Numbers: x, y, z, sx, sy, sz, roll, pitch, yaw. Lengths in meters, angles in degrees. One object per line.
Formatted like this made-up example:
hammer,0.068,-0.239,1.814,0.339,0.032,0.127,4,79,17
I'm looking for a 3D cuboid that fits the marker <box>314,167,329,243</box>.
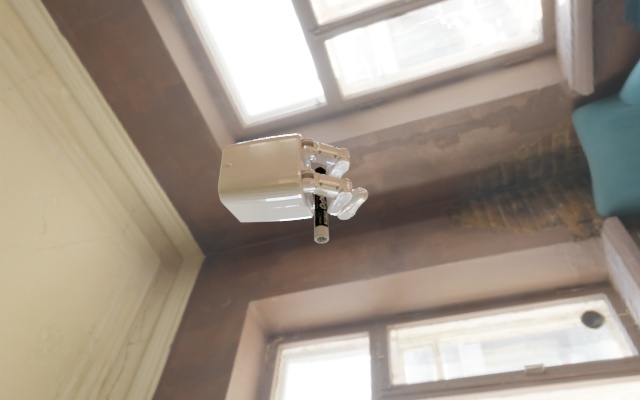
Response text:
marker,0.000,0.002,0.640,0.020,0.121,0.020,-1,-38,-1
